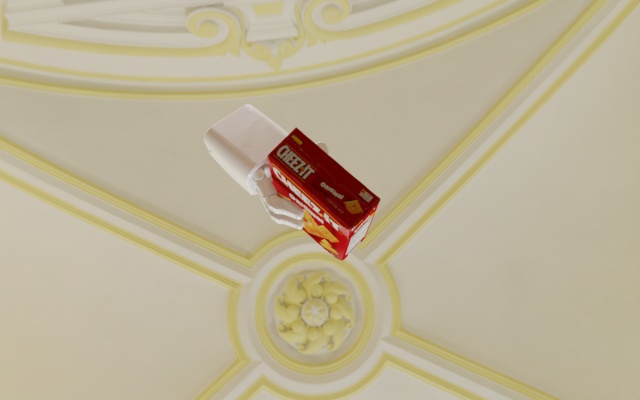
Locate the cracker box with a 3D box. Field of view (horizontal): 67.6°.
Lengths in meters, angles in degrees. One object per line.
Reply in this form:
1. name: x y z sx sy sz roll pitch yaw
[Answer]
1. cracker box: 0.000 0.002 0.760 0.164 0.072 0.214 41 -14 12
